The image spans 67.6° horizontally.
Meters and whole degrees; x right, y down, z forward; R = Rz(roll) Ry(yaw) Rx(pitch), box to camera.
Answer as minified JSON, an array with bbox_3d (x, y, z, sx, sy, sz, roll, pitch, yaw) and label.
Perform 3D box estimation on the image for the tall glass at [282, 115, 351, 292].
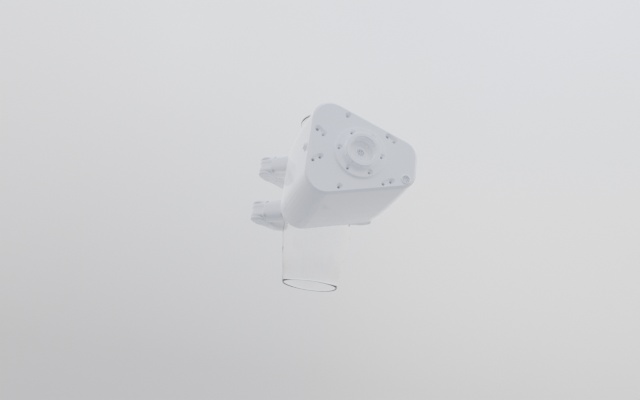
[{"bbox_3d":[0.000,0.001,0.563,0.079,0.201,0.079,7,-20,2],"label":"tall glass"}]
